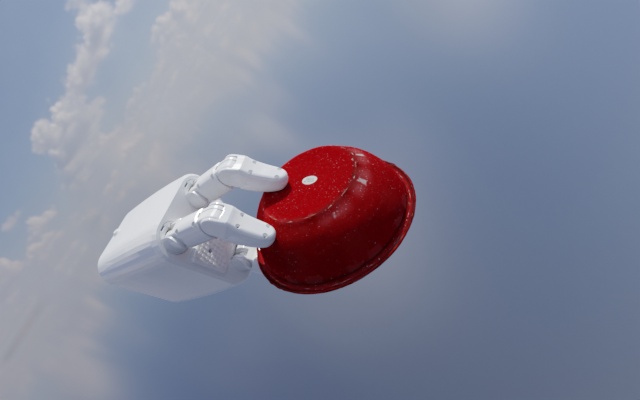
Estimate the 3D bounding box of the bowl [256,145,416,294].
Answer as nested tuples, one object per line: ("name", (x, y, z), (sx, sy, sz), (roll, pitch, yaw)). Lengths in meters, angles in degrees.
("bowl", (0.001, 0.001, 0.428), (0.162, 0.162, 0.055), (0, -42, 35))
